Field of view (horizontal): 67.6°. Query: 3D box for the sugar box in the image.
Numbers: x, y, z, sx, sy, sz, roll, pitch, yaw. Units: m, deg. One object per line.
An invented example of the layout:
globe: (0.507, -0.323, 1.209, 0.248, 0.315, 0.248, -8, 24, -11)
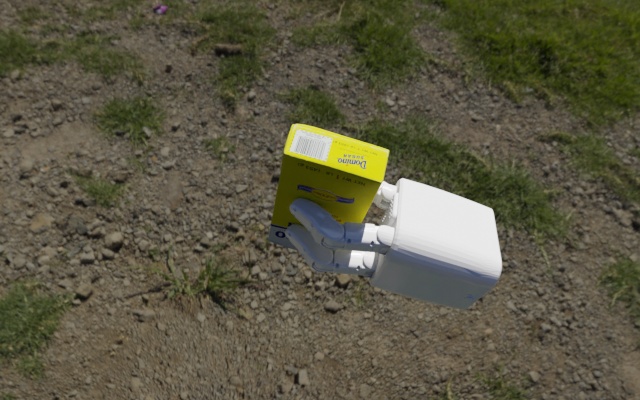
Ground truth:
sugar box: (0.000, 0.002, 0.495, 0.093, 0.048, 0.176, 17, -35, 0)
